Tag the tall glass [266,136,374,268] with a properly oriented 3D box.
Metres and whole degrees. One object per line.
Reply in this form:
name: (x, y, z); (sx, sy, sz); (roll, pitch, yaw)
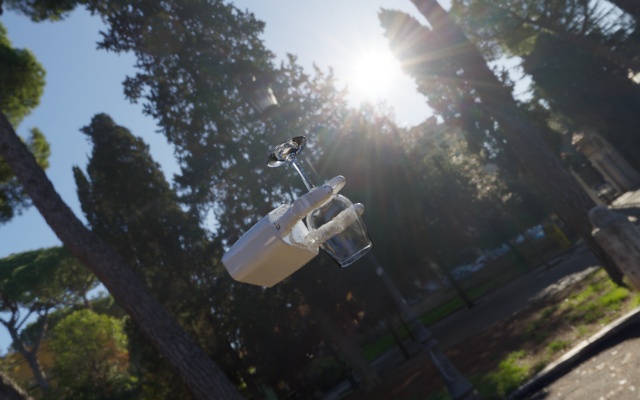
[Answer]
tall glass: (0.000, 0.002, 0.723); (0.079, 0.201, 0.079); (-31, -16, -10)
